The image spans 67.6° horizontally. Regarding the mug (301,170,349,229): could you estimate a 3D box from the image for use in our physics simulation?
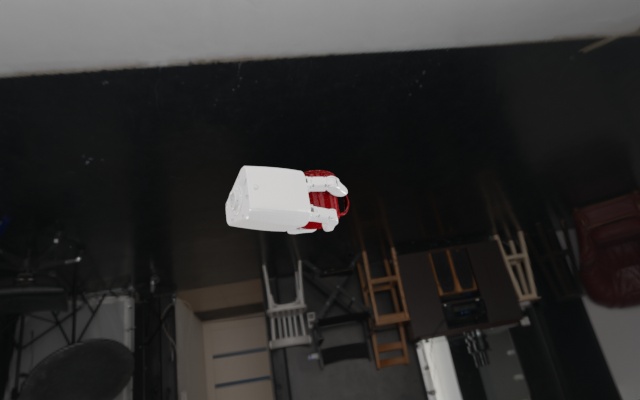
[{"bbox_3d":[0.001,0.003,0.883,0.117,0.081,0.093,5,-28,-29],"label":"mug"}]
